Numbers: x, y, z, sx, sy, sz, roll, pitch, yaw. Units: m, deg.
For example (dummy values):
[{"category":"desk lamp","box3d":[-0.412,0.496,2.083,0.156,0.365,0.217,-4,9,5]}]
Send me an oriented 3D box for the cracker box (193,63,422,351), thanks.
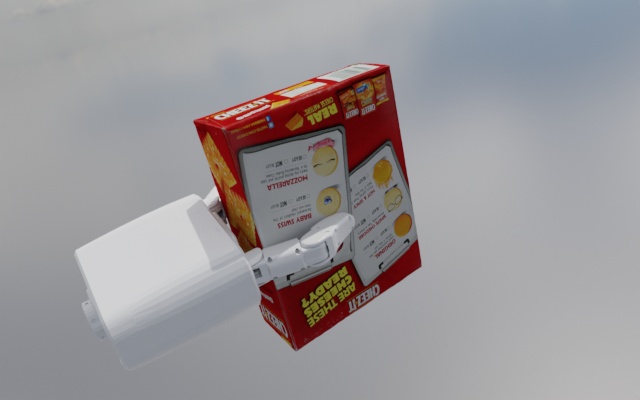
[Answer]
[{"category":"cracker box","box3d":[0.000,0.001,0.441,0.164,0.214,0.072,-27,28,-26]}]
